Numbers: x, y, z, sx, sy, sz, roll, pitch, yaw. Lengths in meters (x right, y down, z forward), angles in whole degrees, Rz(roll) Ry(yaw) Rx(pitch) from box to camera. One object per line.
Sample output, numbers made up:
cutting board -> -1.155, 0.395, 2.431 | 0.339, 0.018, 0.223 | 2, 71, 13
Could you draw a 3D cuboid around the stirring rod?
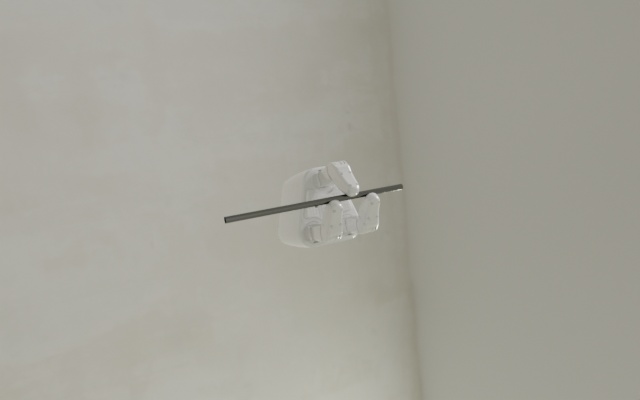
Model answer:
stirring rod -> 0.000, 0.002, 0.588 | 0.239, 0.011, 0.011 | -11, 4, -24
